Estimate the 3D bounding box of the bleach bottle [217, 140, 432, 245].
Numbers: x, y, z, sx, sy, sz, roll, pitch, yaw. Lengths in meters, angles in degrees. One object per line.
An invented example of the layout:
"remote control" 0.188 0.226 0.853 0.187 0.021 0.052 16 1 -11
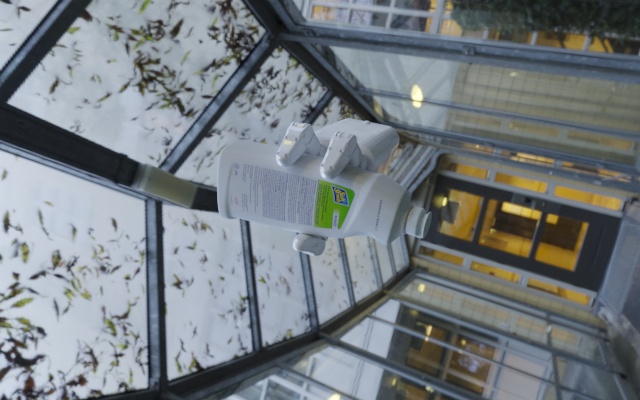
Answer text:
"bleach bottle" 0.000 0.002 0.550 0.251 0.103 0.068 16 28 23
